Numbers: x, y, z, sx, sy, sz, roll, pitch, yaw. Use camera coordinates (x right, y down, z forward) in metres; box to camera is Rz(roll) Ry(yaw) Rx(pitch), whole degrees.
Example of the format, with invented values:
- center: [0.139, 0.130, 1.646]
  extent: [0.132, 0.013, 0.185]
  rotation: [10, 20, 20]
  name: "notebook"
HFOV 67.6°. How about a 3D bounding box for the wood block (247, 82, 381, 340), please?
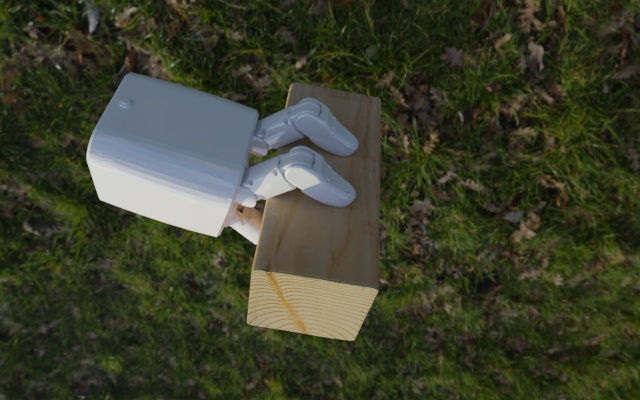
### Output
- center: [0.000, 0.002, 0.417]
  extent: [0.090, 0.206, 0.091]
  rotation: [10, -40, -4]
  name: "wood block"
